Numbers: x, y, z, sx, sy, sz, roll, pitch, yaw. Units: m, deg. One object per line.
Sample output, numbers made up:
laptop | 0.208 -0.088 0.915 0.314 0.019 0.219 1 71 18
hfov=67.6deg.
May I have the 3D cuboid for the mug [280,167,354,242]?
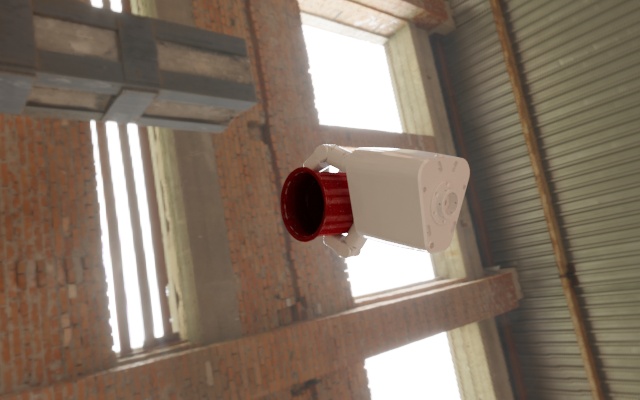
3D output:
mug | -0.001 0.002 0.625 0.081 0.093 0.117 -2 11 -40
